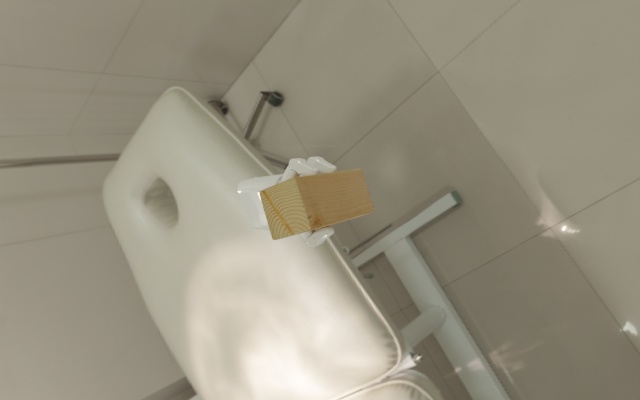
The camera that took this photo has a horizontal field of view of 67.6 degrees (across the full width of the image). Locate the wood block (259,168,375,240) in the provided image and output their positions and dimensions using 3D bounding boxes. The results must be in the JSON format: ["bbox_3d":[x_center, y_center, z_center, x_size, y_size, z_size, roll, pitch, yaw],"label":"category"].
[{"bbox_3d":[0.000,0.003,0.870,0.090,0.091,0.206,-19,-4,37],"label":"wood block"}]
